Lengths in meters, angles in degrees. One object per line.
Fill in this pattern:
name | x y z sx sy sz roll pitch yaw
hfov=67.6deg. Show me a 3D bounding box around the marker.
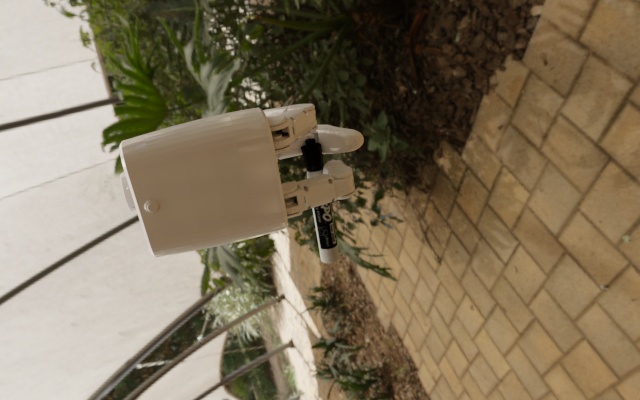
marker | 0.000 0.001 0.447 0.020 0.121 0.020 -9 20 3
